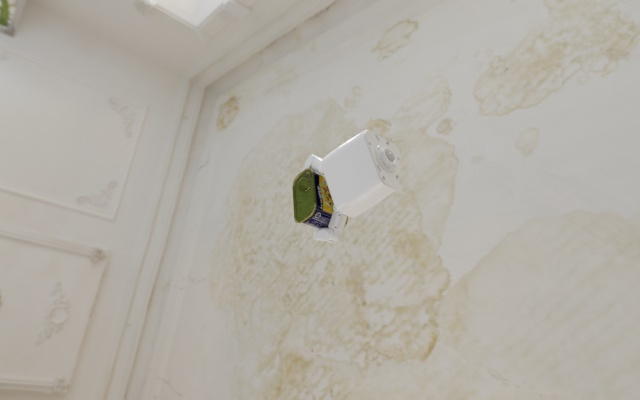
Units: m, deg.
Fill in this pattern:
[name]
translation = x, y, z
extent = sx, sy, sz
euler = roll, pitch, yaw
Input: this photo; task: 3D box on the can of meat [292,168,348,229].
[can of meat]
translation = 0.000, 0.003, 0.870
extent = 0.084, 0.102, 0.057
euler = 22, -42, -35
